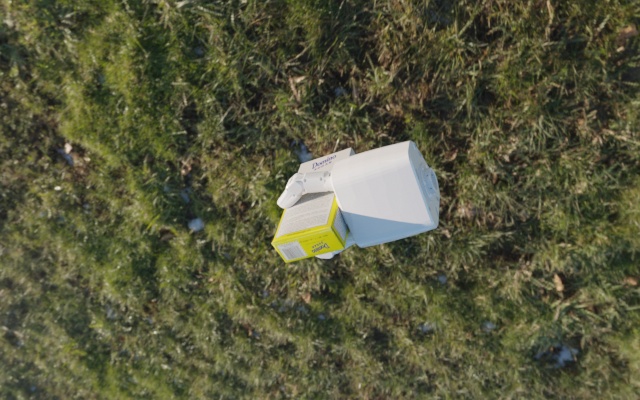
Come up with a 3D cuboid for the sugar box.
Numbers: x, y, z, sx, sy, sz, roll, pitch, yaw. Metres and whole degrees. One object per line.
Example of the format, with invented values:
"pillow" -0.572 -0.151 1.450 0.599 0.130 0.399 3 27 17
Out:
"sugar box" 0.000 0.003 0.669 0.093 0.048 0.176 -16 32 27
